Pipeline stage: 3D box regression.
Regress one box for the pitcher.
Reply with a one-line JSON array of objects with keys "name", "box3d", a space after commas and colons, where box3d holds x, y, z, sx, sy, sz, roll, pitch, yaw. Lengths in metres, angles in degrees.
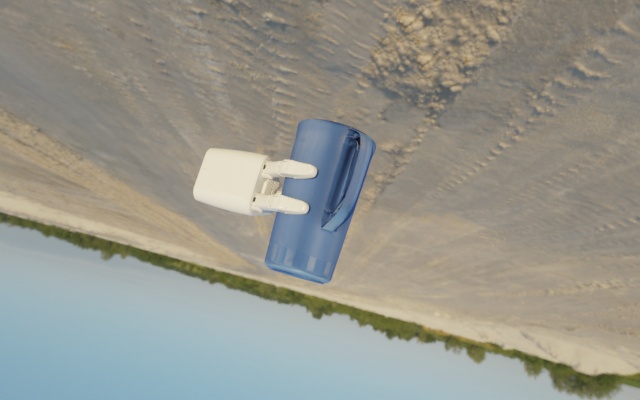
[{"name": "pitcher", "box3d": [0.000, 0.002, 0.750, 0.145, 0.242, 0.149, 12, -11, 17]}]
